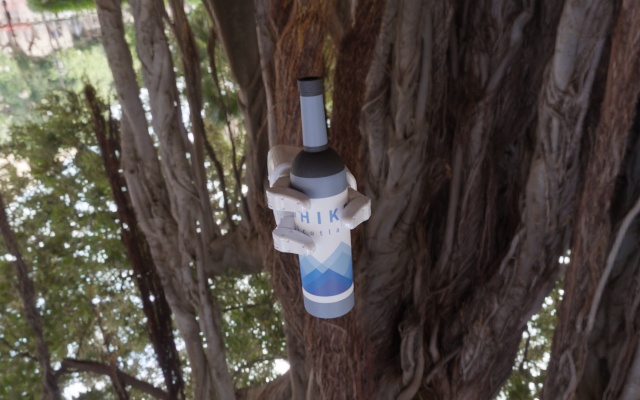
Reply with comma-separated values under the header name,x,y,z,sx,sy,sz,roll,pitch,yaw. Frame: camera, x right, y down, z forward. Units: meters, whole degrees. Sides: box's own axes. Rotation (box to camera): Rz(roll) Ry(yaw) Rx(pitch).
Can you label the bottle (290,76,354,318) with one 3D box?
name,x,y,z,sx,sy,sz,roll,pitch,yaw
bottle,0.000,0.002,0.577,0.069,0.296,0.069,-4,23,2
